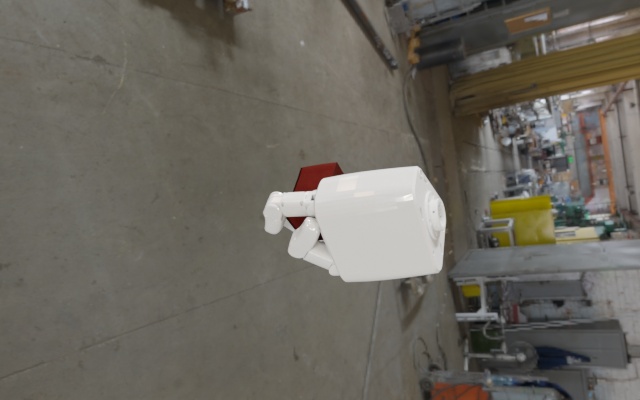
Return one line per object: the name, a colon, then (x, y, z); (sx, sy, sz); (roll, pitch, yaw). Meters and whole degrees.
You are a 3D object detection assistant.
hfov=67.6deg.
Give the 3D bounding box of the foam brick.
foam brick: (0.000, 0.002, 0.559); (0.051, 0.078, 0.053); (-9, -46, 28)
